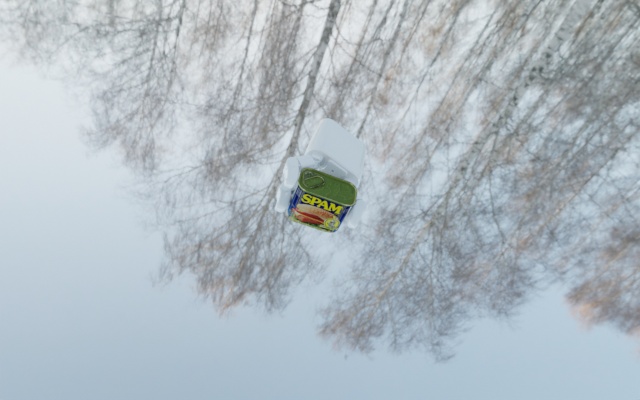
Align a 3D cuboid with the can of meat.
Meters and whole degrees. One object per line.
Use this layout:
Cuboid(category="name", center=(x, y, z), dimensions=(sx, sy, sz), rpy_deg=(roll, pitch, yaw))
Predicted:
Cuboid(category="can of meat", center=(0.000, 0.003, 0.817), dimensions=(0.102, 0.057, 0.084), rpy_deg=(19, -46, -7))
